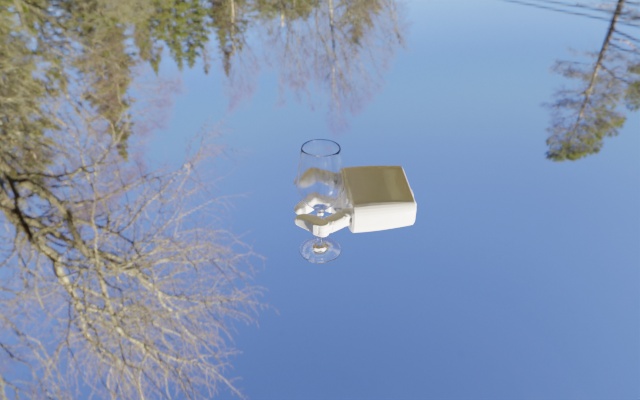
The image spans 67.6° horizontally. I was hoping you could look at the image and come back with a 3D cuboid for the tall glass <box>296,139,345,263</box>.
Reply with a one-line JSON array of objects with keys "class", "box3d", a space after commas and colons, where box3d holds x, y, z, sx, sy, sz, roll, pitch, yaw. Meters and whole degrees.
[{"class": "tall glass", "box3d": [0.000, 0.003, 0.788, 0.079, 0.201, 0.079, 0, 32, 0]}]
